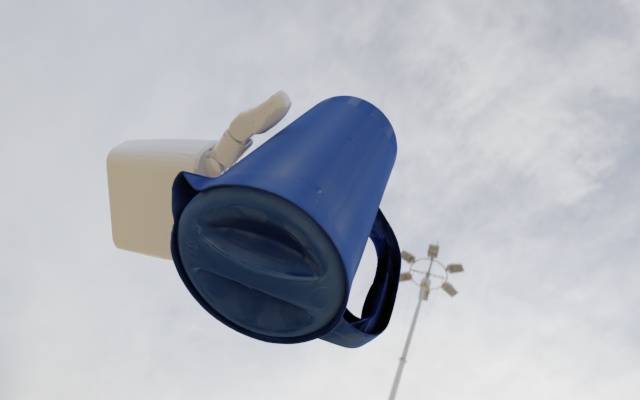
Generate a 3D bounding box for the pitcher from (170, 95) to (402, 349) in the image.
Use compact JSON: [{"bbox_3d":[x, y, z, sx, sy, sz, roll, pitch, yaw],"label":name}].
[{"bbox_3d":[0.000,0.001,0.417,0.145,0.149,0.242,3,29,21],"label":"pitcher"}]
